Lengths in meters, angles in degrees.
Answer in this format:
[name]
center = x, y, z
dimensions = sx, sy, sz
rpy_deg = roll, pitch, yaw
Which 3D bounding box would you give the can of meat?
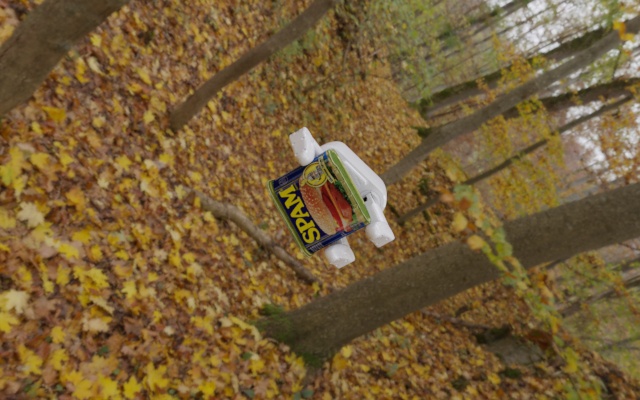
[can of meat]
center = 0.000, 0.002, 0.552
dimensions = 0.084, 0.102, 0.057
rpy_deg = -28, 1, 13
